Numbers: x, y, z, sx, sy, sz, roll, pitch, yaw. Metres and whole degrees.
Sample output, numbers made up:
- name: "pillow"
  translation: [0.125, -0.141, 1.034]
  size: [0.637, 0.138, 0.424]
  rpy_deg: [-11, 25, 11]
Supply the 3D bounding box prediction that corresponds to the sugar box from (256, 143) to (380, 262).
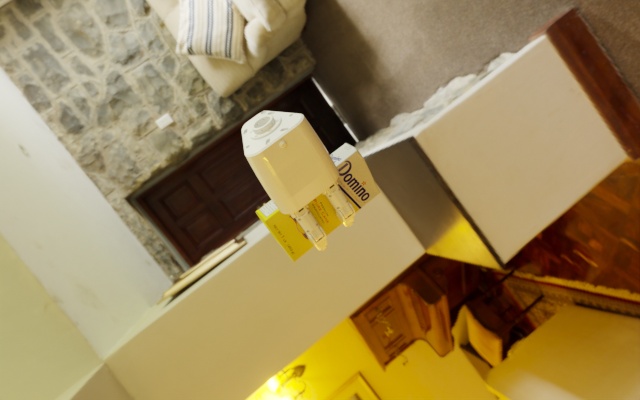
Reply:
- name: "sugar box"
  translation: [0.000, 0.003, 0.725]
  size: [0.176, 0.093, 0.048]
  rpy_deg: [-37, 34, -8]
